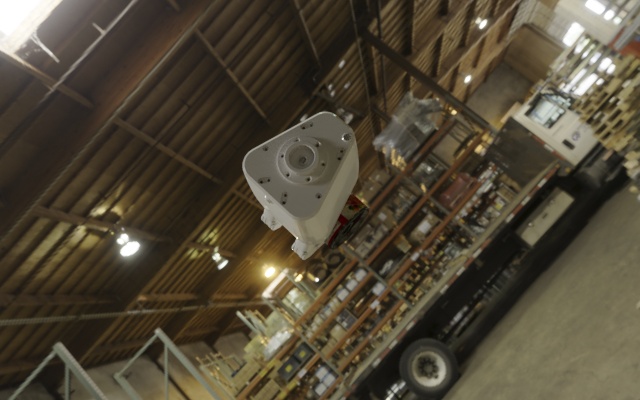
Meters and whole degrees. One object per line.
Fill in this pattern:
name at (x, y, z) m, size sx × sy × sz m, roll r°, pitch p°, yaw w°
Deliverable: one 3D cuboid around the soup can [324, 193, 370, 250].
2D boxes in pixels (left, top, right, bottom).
soup can at (0.000, 0.002, 0.586) m, size 0.102 × 0.068 × 0.068 m, roll 42°, pitch 12°, yaw 14°
